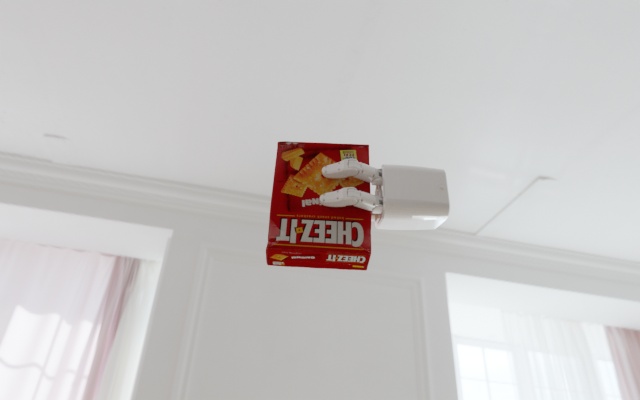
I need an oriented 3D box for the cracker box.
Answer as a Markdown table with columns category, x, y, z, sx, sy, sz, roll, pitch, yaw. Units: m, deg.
| category | x | y | z | sx | sy | sz | roll | pitch | yaw |
| --- | --- | --- | --- | --- | --- | --- | --- | --- | --- |
| cracker box | 0.000 | 0.003 | 0.799 | 0.164 | 0.213 | 0.072 | 3 | -33 | -1 |
